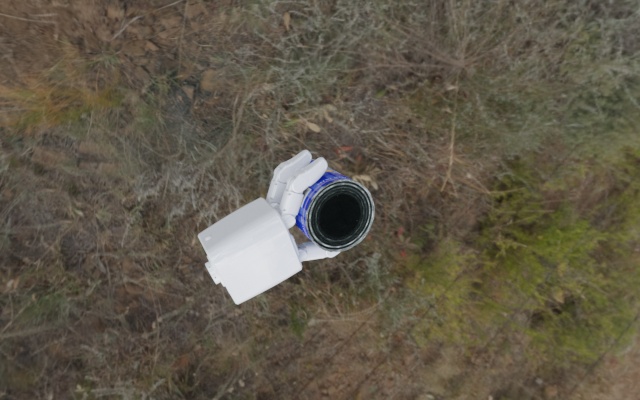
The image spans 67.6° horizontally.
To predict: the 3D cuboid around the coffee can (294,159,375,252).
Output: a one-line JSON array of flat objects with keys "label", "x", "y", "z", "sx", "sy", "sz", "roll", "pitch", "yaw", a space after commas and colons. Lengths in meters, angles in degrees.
[{"label": "coffee can", "x": 0.000, "y": 0.002, "z": 0.696, "sx": 0.103, "sy": 0.103, "sz": 0.140, "roll": 0, "pitch": 16, "yaw": -24}]
